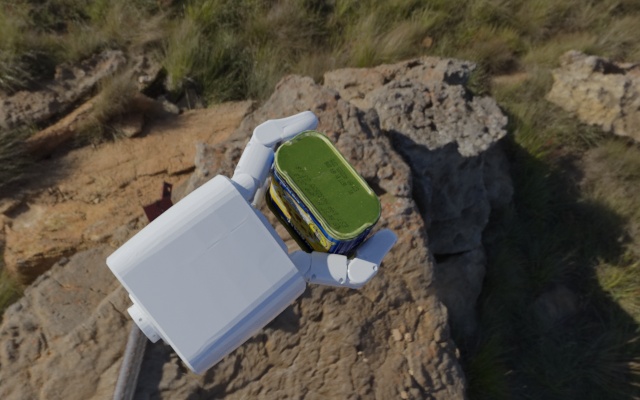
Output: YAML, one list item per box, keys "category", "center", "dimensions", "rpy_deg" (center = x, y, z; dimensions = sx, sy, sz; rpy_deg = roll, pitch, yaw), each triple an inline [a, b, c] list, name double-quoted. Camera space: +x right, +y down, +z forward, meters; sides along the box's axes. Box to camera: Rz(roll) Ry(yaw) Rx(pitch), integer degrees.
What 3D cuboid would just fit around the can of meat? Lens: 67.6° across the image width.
- category: "can of meat"
  center: [0.000, 0.001, 0.410]
  dimensions: [0.057, 0.102, 0.084]
  rpy_deg: [-35, -13, -20]
